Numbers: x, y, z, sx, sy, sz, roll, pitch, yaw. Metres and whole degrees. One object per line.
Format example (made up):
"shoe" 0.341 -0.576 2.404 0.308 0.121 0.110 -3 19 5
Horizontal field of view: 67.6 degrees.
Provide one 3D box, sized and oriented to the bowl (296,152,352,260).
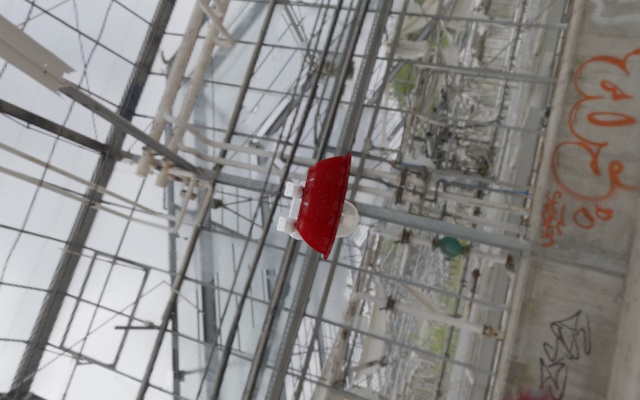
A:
"bowl" 0.000 0.002 0.697 0.055 0.162 0.162 13 -1 -3
